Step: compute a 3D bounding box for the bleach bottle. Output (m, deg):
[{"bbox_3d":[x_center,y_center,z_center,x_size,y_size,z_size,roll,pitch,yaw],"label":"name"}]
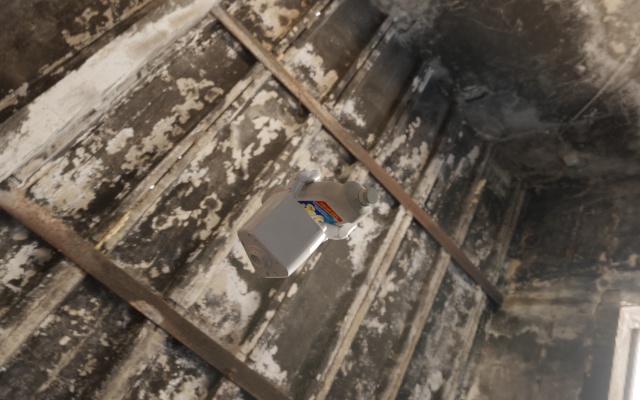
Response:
[{"bbox_3d":[0.000,0.003,0.880,0.251,0.102,0.068,-12,28,48],"label":"bleach bottle"}]
